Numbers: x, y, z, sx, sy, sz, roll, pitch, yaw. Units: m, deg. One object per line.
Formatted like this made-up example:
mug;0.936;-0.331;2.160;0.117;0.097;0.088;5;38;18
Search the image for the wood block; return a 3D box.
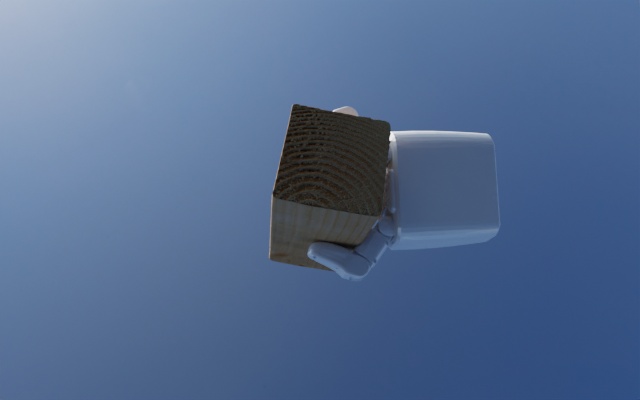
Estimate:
wood block;0.000;0.002;0.486;0.090;0.090;0.206;10;-22;-3
